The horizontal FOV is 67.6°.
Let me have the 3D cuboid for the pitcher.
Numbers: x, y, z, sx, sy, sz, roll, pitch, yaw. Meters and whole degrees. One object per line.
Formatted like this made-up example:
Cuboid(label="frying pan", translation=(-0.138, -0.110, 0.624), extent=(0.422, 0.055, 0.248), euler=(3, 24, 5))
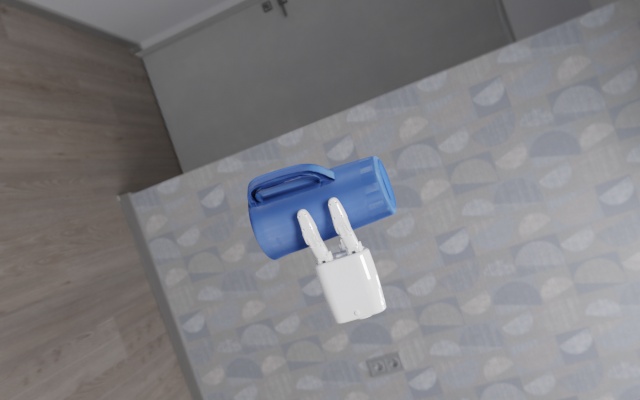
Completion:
Cuboid(label="pitcher", translation=(0.000, 0.003, 0.838), extent=(0.243, 0.145, 0.149), euler=(-19, -3, 14))
